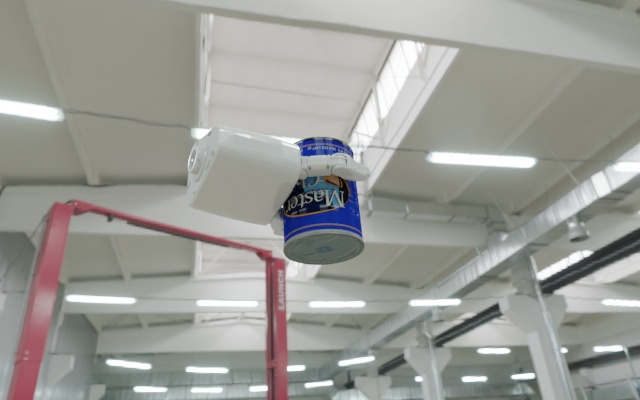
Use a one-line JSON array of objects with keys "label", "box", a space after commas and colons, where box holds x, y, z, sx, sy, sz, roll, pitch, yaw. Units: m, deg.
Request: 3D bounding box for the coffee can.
[{"label": "coffee can", "box": [0.000, 0.002, 0.634, 0.103, 0.140, 0.103, -3, -28, -2]}]
